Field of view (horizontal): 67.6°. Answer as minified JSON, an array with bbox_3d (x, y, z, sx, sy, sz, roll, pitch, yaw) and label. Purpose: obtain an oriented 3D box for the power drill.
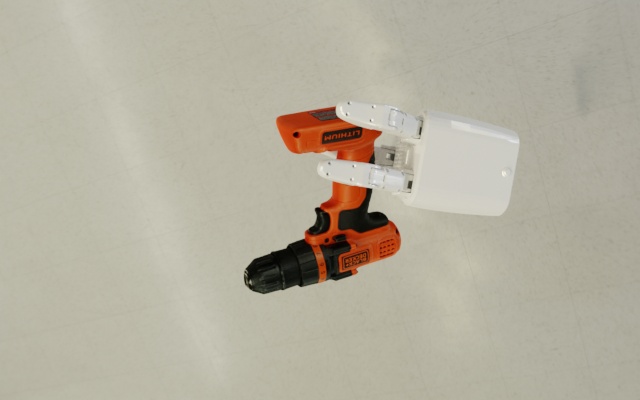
[{"bbox_3d":[0.000,0.001,0.500,0.184,0.188,0.057,-15,30,-22],"label":"power drill"}]
